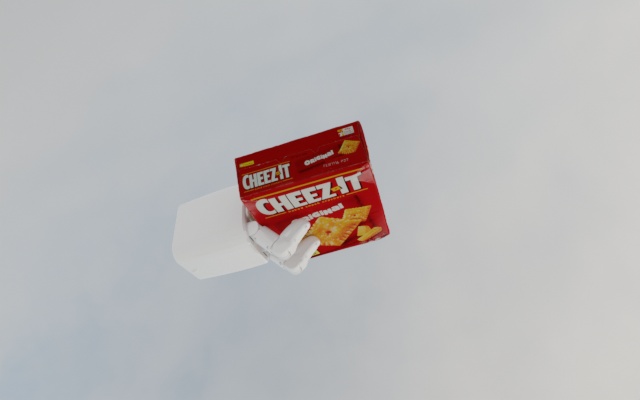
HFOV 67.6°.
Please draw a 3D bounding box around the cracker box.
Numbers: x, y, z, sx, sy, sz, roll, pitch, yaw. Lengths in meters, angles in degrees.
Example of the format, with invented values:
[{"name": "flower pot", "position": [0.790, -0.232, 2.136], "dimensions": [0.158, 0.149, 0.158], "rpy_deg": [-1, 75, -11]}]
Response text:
[{"name": "cracker box", "position": [0.000, 0.002, 0.657], "dimensions": [0.164, 0.072, 0.214], "rpy_deg": [-17, -31, 6]}]
